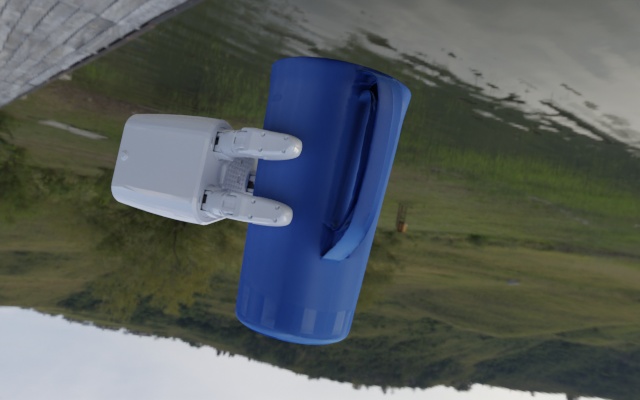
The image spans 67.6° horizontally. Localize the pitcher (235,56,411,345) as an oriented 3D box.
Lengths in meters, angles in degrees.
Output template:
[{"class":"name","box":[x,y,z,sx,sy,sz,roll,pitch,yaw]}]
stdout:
[{"class":"pitcher","box":[0.000,0.001,0.437,0.145,0.243,0.149,11,-2,21]}]
